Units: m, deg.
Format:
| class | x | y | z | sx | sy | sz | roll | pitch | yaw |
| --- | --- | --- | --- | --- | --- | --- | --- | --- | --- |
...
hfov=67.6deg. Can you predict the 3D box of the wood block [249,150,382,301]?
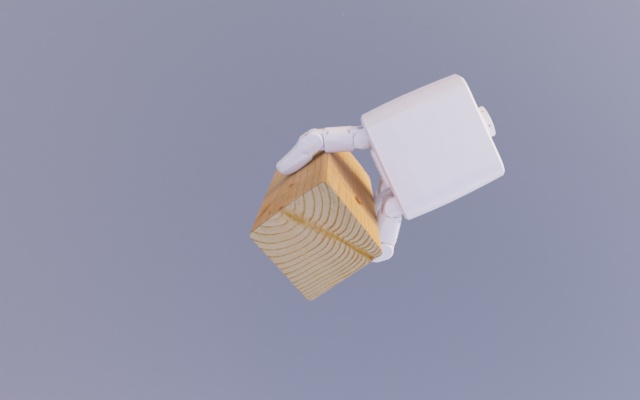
| class | x | y | z | sx | sy | sz | roll | pitch | yaw |
| --- | --- | --- | --- | --- | --- | --- | --- | --- | --- |
| wood block | 0.000 | 0.001 | 0.524 | 0.090 | 0.091 | 0.206 | -35 | 16 | 15 |
